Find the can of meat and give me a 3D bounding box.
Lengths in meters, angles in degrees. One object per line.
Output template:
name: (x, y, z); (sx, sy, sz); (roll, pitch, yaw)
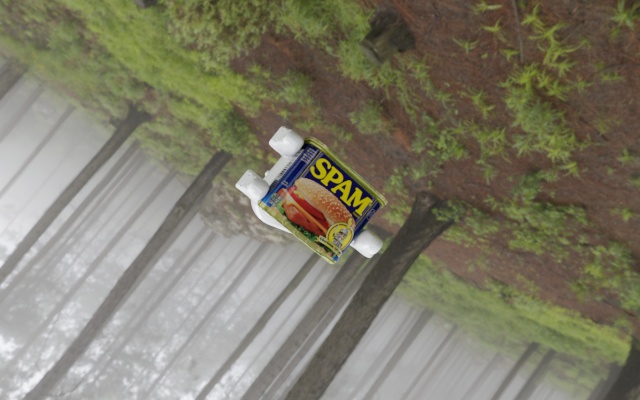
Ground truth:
can of meat: (0.000, 0.002, 0.473); (0.102, 0.084, 0.057); (40, -5, -16)
